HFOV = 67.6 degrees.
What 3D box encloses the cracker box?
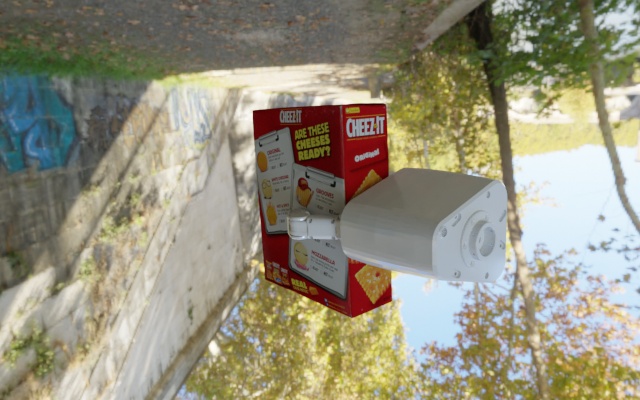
[{"bbox_3d":[0.000,0.002,0.539,0.072,0.214,0.164,-11,14,-38],"label":"cracker box"}]
